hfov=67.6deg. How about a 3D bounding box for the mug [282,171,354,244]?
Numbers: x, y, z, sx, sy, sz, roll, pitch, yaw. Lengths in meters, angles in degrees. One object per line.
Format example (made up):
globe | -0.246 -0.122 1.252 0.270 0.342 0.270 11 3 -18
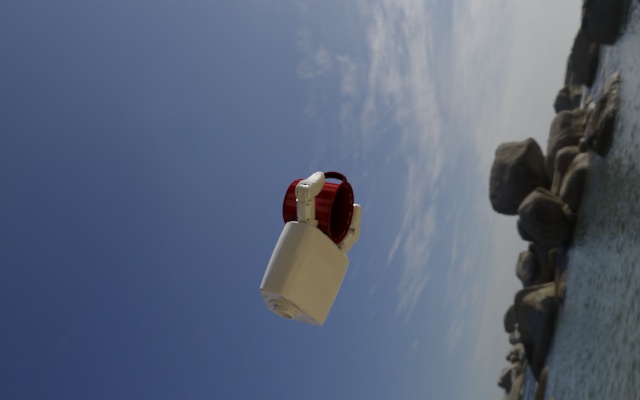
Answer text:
mug | 0.000 0.001 0.723 0.081 0.117 0.093 9 -31 24
